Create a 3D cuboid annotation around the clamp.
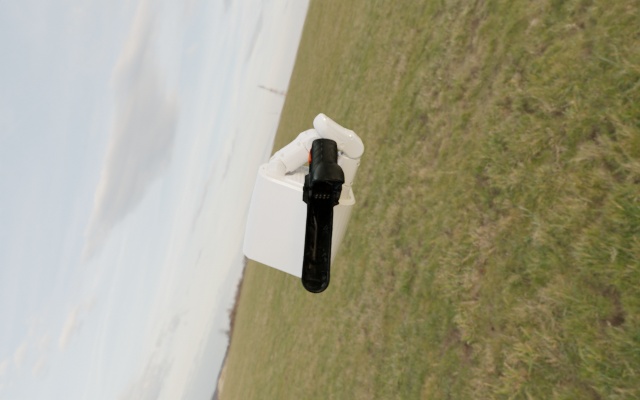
[{"bbox_3d":[-0.001,0.001,0.448,0.039,0.120,0.171,12,21,-3],"label":"clamp"}]
